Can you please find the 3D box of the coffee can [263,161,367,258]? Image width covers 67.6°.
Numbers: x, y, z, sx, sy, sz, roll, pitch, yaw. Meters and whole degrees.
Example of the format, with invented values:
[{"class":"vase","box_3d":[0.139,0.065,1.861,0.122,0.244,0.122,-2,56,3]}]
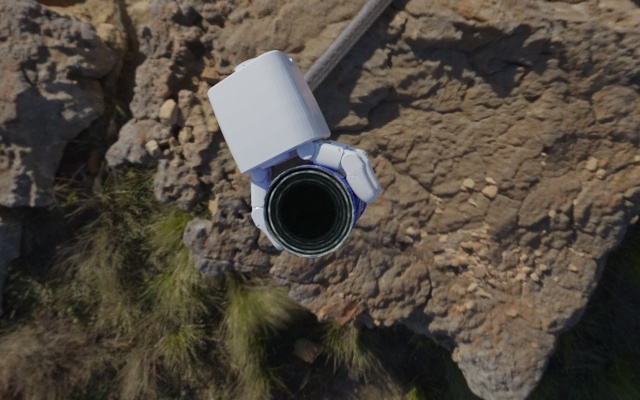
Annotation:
[{"class":"coffee can","box_3d":[0.000,0.002,0.582,0.103,0.103,0.140,0,9,12]}]
